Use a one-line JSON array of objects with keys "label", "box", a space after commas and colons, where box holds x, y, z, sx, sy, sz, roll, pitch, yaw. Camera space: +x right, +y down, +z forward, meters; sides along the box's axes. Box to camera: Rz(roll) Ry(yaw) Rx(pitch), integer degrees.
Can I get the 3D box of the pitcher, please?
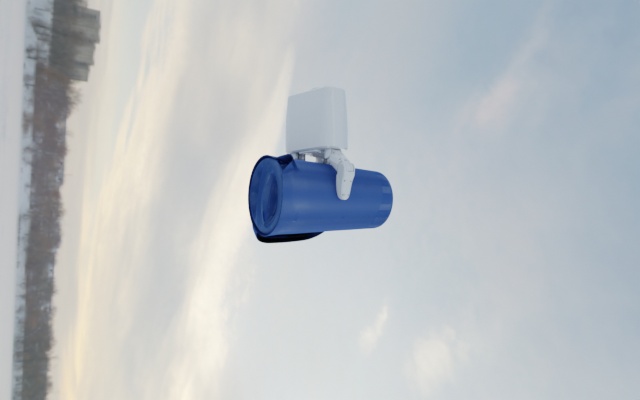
[{"label": "pitcher", "box": [0.000, 0.003, 0.843, 0.243, 0.145, 0.149, 2, -5, -32]}]
